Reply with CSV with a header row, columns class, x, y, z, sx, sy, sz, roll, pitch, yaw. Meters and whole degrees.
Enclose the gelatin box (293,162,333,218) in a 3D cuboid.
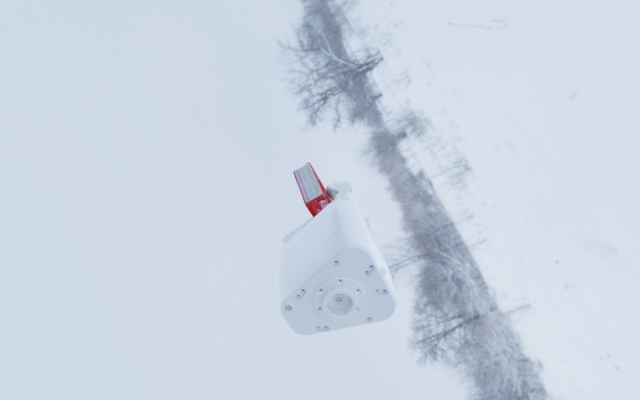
class,x,y,z,sx,sy,sz,roll,pitch,yaw
gelatin box,0.000,0.002,0.621,0.030,0.073,0.089,-30,34,3
